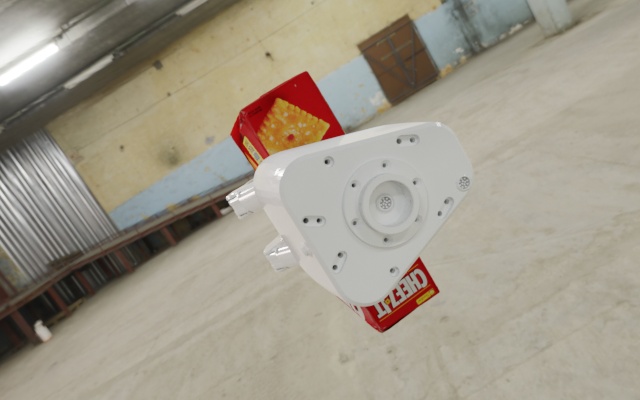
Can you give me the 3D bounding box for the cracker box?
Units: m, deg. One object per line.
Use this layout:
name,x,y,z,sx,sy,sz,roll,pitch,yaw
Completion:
cracker box,0.000,0.001,0.452,0.072,0.214,0.164,-33,10,-10
